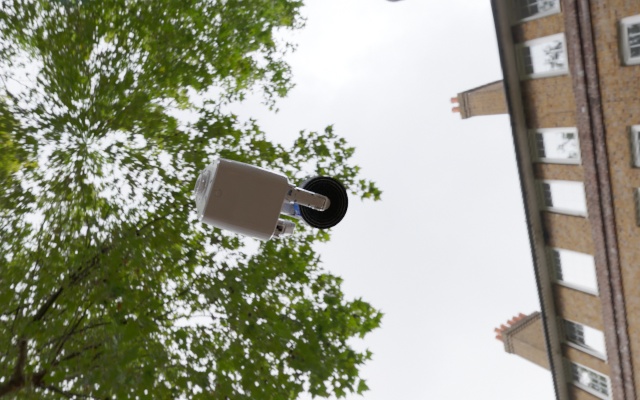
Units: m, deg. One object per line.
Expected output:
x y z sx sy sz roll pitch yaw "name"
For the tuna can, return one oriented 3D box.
0.000 0.003 0.774 0.086 0.086 0.034 0 5 -21 "tuna can"
